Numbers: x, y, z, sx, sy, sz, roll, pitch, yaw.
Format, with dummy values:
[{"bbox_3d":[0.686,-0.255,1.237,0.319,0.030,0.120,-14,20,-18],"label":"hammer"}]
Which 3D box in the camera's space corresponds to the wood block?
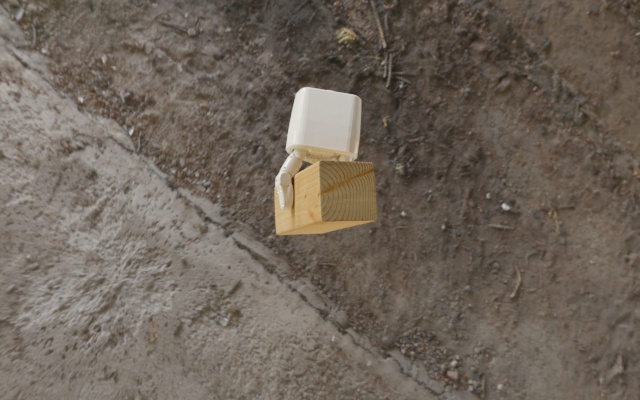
[{"bbox_3d":[0.000,0.002,0.775,0.091,0.090,0.206,1,-9,-23],"label":"wood block"}]
